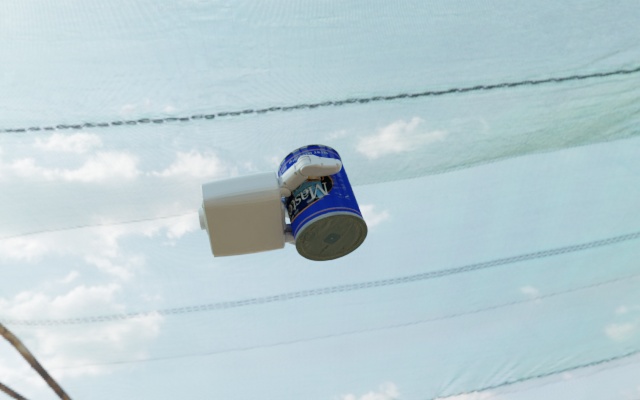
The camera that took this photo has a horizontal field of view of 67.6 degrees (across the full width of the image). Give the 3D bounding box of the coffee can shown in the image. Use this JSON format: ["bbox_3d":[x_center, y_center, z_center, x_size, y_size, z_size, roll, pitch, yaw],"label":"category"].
[{"bbox_3d":[0.000,0.002,0.696,0.103,0.140,0.103,-10,-40,-9],"label":"coffee can"}]
